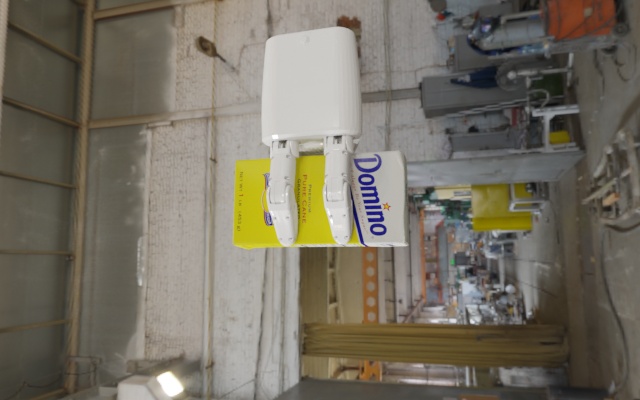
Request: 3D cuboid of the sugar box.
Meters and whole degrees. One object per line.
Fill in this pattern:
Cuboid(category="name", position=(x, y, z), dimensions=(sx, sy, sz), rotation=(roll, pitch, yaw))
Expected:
Cuboid(category="sugar box", position=(0.000, 0.001, 0.490), dimensions=(0.176, 0.093, 0.048), rotation=(-3, -10, 16))
